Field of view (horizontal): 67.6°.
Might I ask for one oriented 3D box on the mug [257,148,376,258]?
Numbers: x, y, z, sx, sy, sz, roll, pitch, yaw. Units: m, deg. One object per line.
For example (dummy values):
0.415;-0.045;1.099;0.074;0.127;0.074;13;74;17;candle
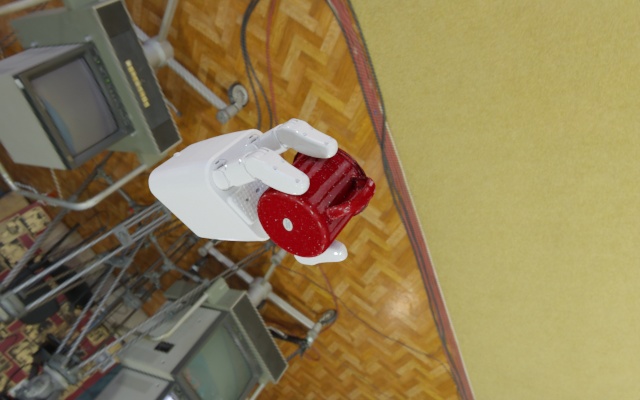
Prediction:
0.001;0.002;0.466;0.117;0.093;0.081;-5;31;40;mug
